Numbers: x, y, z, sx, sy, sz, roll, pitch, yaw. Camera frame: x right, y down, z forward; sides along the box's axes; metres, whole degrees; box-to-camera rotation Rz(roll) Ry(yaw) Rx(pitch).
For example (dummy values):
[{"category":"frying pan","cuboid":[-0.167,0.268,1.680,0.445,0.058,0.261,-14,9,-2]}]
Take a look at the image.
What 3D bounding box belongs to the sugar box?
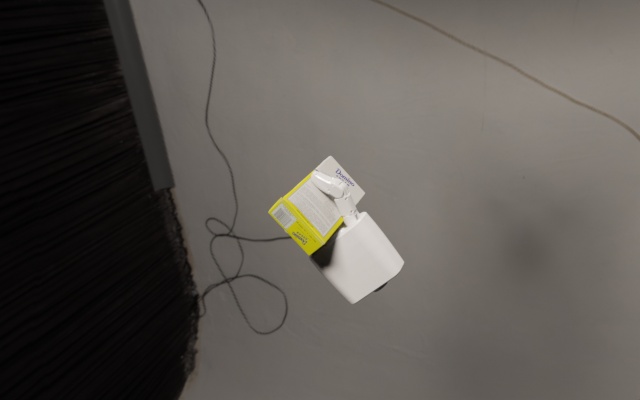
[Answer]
[{"category":"sugar box","cuboid":[0.000,0.003,0.766,0.048,0.093,0.176,-41,2,34]}]
